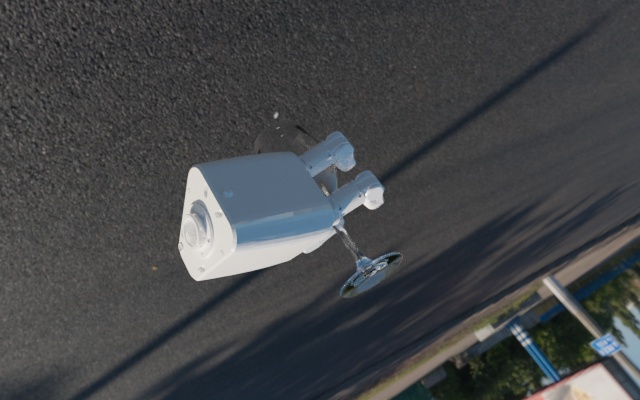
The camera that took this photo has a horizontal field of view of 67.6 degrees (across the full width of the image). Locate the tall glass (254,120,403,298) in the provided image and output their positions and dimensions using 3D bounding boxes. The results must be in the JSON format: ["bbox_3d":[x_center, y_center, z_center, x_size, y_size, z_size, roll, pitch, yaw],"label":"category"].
[{"bbox_3d":[0.001,0.002,0.517,0.079,0.201,0.079,-27,-27,-15],"label":"tall glass"}]
